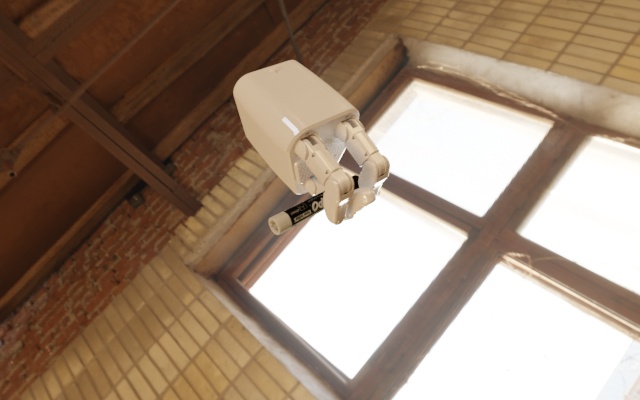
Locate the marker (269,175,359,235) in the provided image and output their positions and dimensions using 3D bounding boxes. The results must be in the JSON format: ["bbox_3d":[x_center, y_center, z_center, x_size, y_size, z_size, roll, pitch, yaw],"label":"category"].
[{"bbox_3d":[0.000,0.002,0.494,0.121,0.020,0.020,-28,15,-32],"label":"marker"}]
